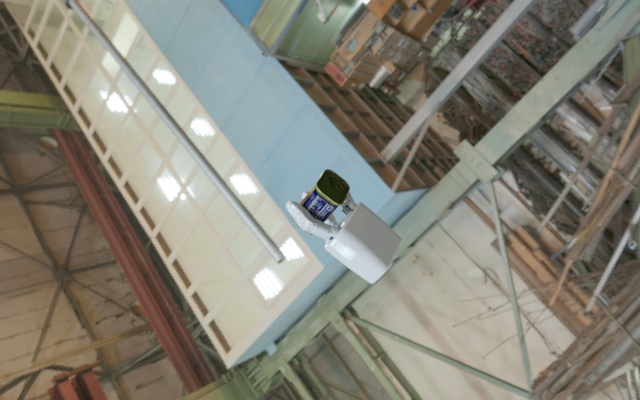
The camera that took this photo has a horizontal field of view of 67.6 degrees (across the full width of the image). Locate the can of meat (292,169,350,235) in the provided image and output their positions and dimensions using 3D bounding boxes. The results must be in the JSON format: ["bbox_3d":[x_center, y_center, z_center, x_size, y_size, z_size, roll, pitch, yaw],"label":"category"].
[{"bbox_3d":[0.000,0.003,0.855,0.057,0.084,0.102,38,27,-4],"label":"can of meat"}]
